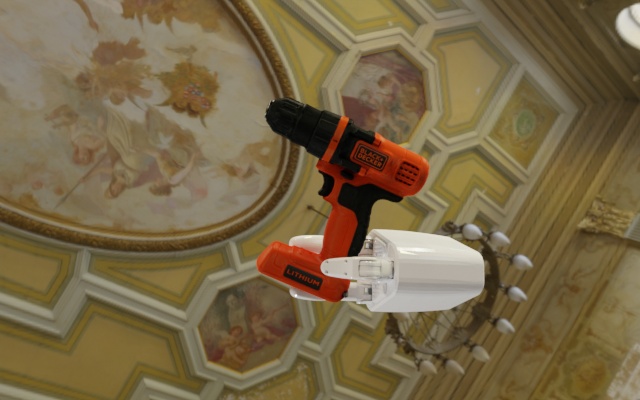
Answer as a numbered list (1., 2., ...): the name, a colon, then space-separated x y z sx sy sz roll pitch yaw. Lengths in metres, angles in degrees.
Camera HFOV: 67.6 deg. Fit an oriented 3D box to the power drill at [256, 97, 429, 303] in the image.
1. power drill: 0.000 0.002 0.516 0.184 0.188 0.057 24 11 -2
